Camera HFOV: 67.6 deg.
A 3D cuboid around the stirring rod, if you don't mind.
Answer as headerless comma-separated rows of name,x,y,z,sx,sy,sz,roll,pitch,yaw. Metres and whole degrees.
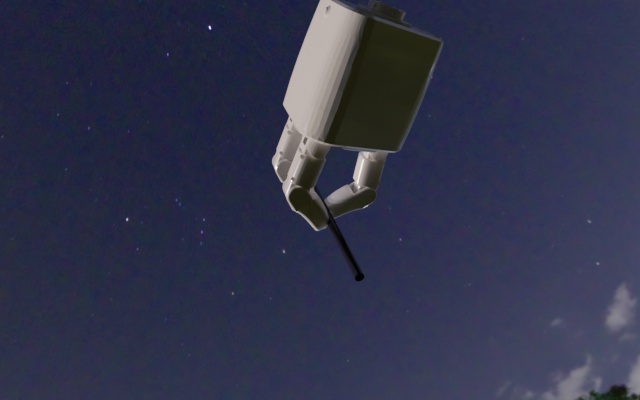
stirring rod,0.000,0.002,0.480,0.011,0.011,0.239,0,30,-17
